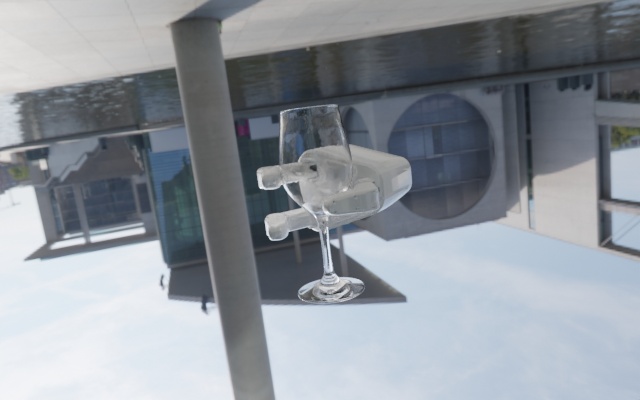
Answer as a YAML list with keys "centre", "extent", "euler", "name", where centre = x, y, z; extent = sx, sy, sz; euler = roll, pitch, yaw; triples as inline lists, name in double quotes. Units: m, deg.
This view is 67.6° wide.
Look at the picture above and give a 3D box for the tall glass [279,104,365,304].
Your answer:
- centre: [0.000, 0.002, 0.511]
  extent: [0.079, 0.201, 0.079]
  euler: [-7, 10, 1]
  name: "tall glass"
